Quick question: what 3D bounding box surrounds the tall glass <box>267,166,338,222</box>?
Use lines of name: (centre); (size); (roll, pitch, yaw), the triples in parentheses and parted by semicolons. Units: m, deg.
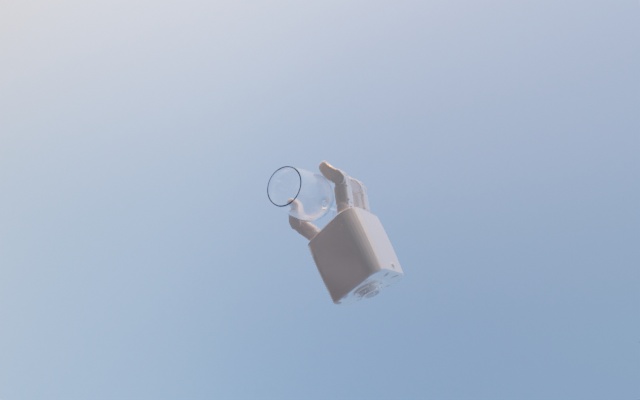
tall glass: (0.000, 0.003, 0.772); (0.079, 0.079, 0.201); (0, -14, 34)
